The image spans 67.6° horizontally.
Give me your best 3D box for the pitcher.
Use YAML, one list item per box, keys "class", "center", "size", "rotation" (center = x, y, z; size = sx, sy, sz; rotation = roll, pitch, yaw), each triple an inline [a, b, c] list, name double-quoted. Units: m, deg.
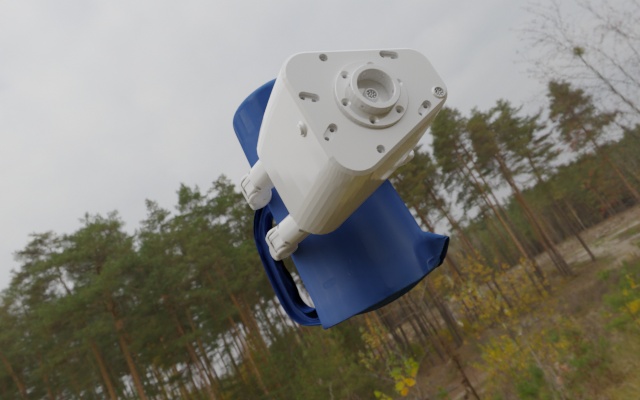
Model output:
- class: "pitcher"
  center: [0.000, 0.002, 0.490]
  size: [0.149, 0.242, 0.145]
  rotation: [-25, -13, -19]
